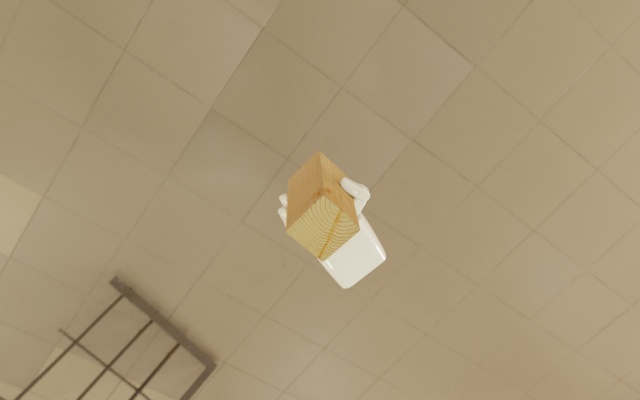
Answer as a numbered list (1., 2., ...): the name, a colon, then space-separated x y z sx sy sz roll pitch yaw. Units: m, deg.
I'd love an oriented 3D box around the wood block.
1. wood block: 0.001 0.003 0.860 0.090 0.091 0.206 42 17 -20
